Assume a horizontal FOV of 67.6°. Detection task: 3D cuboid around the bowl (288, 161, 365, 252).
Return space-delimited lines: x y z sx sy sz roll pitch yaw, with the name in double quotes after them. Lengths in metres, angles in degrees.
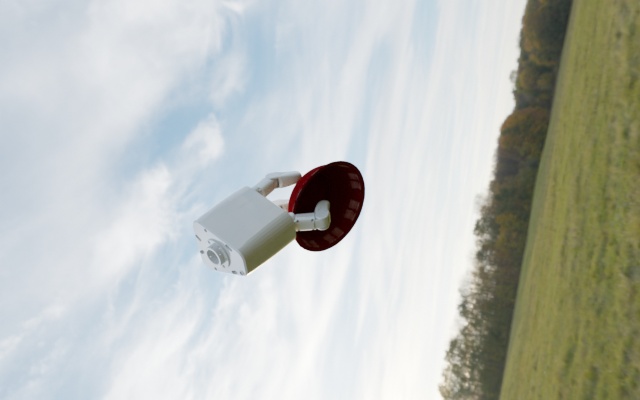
0.001 0.002 0.802 0.162 0.162 0.055 0 21 -44 "bowl"
